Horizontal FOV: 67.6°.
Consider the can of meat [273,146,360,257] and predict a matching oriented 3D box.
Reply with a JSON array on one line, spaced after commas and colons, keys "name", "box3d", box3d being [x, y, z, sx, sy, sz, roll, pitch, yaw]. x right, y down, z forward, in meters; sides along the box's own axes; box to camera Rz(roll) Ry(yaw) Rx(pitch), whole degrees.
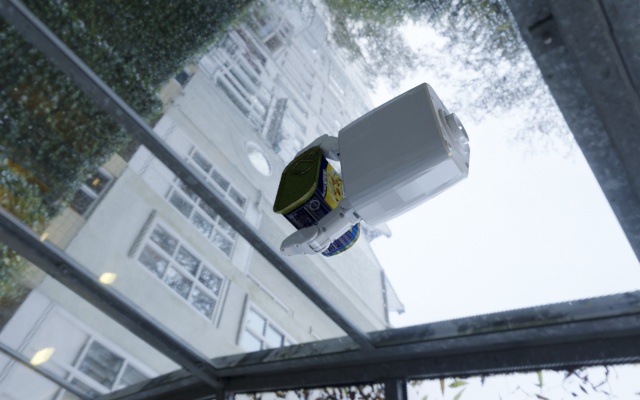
[{"name": "can of meat", "box3d": [0.000, 0.002, 0.534, 0.057, 0.084, 0.102, -31, 28, 24]}]
